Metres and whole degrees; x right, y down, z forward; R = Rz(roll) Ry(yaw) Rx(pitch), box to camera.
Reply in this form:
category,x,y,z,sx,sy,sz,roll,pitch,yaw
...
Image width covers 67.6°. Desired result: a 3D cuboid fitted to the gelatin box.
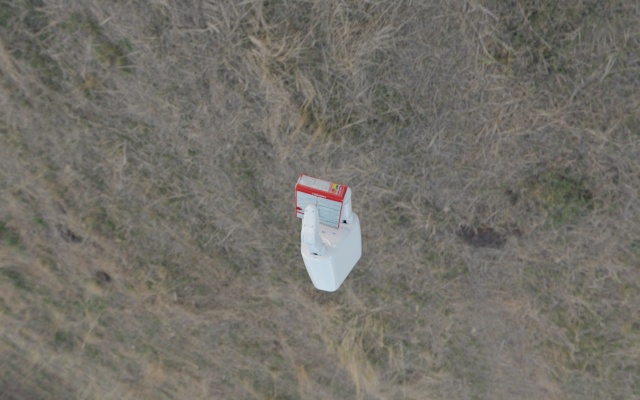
category,x,y,z,sx,sy,sz,roll,pitch,yaw
gelatin box,0.000,0.003,0.730,0.073,0.030,0.089,16,-31,7
